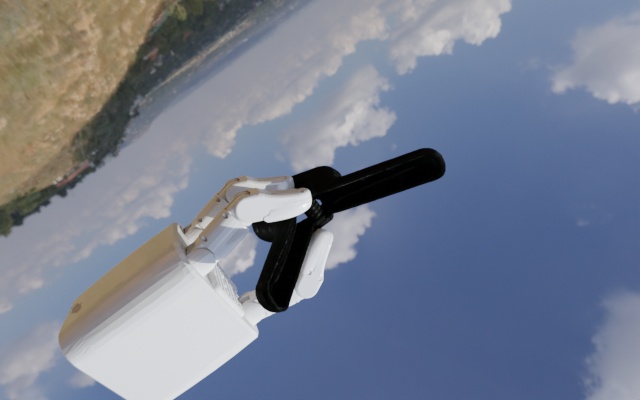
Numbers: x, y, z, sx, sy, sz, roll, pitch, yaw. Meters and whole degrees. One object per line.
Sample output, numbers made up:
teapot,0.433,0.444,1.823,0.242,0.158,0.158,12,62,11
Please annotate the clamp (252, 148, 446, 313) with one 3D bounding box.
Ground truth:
clamp,0.000,0.002,0.409,0.164,0.036,0.210,-36,19,-7
